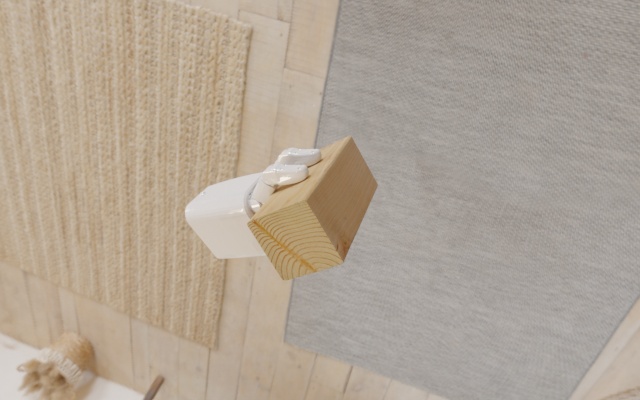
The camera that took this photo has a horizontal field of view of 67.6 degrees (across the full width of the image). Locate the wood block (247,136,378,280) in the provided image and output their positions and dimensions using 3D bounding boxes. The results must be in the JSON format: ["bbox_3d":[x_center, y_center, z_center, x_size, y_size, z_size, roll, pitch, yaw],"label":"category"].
[{"bbox_3d":[0.000,0.003,0.637,0.090,0.091,0.206,-21,19,28],"label":"wood block"}]
